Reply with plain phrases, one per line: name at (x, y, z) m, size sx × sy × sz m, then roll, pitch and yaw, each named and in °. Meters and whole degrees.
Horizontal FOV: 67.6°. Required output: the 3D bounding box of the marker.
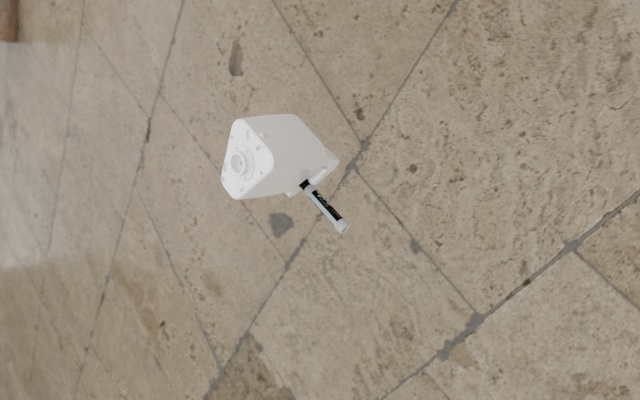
marker at (0.000, 0.002, 0.742) m, size 0.121 × 0.020 × 0.020 m, roll 49°, pitch 23°, yaw 22°
